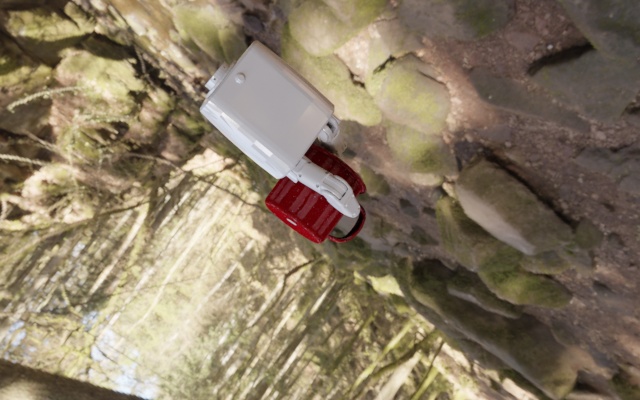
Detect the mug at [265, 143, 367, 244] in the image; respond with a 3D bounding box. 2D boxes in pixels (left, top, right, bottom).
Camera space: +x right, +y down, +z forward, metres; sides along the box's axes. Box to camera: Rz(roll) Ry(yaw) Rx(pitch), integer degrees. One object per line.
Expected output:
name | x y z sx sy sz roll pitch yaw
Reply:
mug | 0.001 0.003 0.544 0.117 0.081 0.093 40 -11 -18
